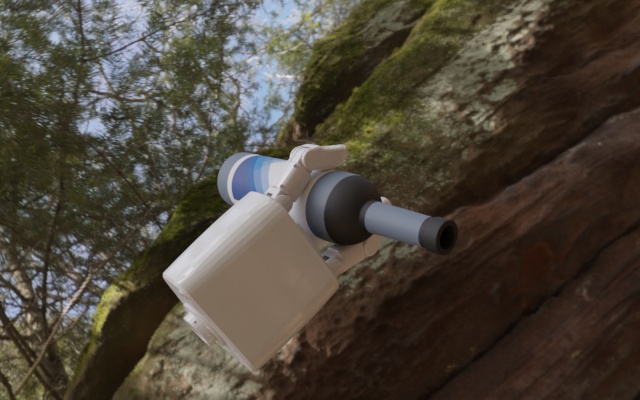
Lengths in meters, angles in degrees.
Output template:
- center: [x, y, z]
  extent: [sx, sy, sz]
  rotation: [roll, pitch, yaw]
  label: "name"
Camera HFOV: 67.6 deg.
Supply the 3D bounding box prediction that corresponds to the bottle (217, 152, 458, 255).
- center: [0.000, 0.001, 0.463]
  extent: [0.069, 0.069, 0.295]
  rotation: [0, 10, -41]
  label: "bottle"
